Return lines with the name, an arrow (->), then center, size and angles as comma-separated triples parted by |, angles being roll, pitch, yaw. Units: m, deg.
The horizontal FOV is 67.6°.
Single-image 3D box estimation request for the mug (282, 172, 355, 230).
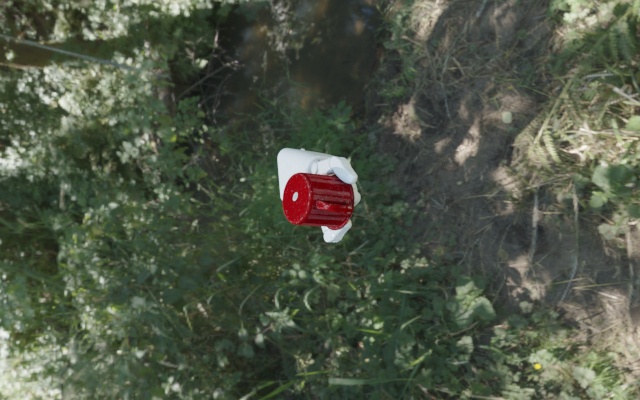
mug -> 0.001, 0.003, 0.741 | 0.081, 0.093, 0.117 | 5, 12, -36
